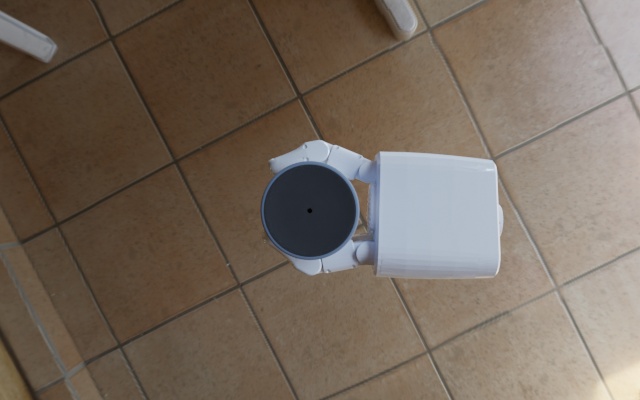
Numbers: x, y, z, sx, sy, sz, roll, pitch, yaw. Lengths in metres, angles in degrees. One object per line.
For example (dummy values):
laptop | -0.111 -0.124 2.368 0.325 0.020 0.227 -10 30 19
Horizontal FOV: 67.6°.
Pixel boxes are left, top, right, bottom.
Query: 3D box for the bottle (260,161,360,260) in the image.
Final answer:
bottle | 0.000 0.002 0.464 0.069 0.069 0.295 0 2 3
